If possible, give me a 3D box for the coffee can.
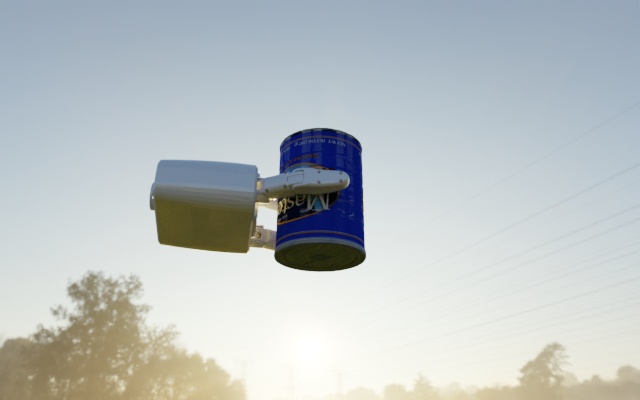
[{"bbox_3d":[0.000,0.002,0.559,0.103,0.140,0.103,0,-25,0],"label":"coffee can"}]
